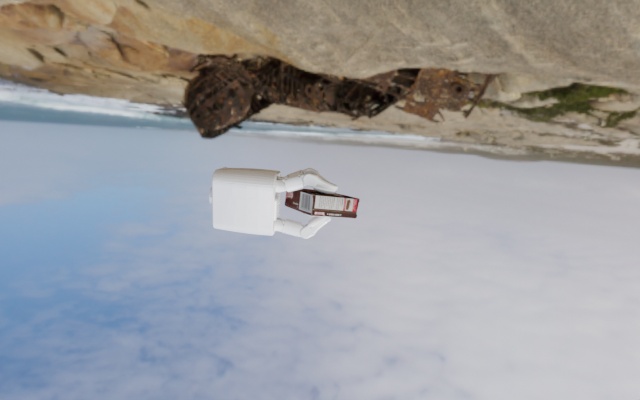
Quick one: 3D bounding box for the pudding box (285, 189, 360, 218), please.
[{"bbox_3d":[0.000,0.003,0.827,0.090,0.039,0.113,4,8,-28],"label":"pudding box"}]
